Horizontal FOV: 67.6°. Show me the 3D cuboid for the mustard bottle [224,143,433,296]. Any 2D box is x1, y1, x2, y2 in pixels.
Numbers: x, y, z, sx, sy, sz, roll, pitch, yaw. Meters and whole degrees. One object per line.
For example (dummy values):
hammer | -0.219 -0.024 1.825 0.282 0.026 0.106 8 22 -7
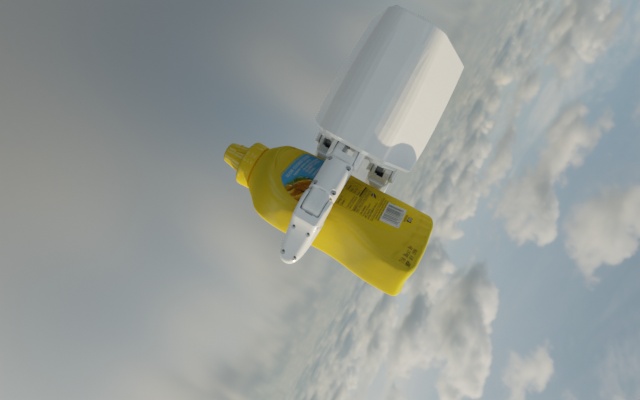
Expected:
mustard bottle | 0.000 0.002 0.419 0.191 0.058 0.096 29 35 7
